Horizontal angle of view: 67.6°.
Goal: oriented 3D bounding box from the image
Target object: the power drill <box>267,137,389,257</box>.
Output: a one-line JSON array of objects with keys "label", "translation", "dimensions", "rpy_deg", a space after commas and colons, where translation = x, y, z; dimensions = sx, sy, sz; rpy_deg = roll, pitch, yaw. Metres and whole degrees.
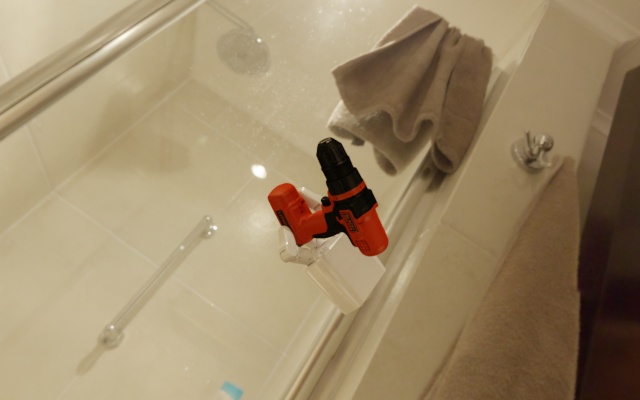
[{"label": "power drill", "translation": [0.000, 0.003, 0.724], "dimensions": [0.057, 0.184, 0.187], "rpy_deg": [-36, 18, -35]}]
